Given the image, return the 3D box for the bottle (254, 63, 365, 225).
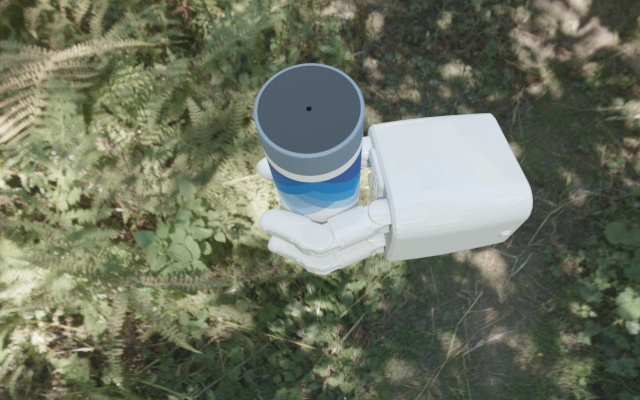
[{"bbox_3d":[0.000,0.001,0.419,0.069,0.069,0.296,0,-22,3],"label":"bottle"}]
